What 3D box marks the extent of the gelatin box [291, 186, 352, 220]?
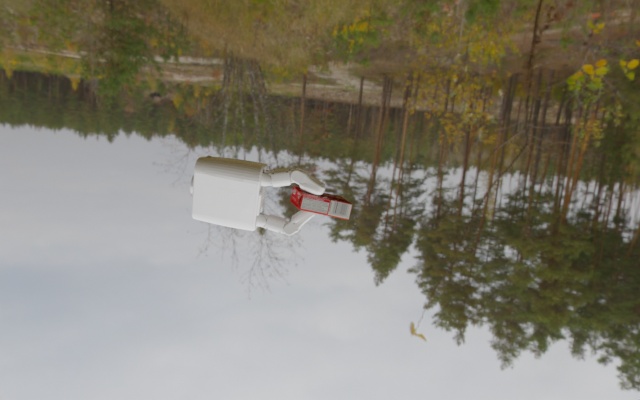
[{"bbox_3d":[0.000,0.003,0.793,0.089,0.030,0.073,12,7,-15],"label":"gelatin box"}]
